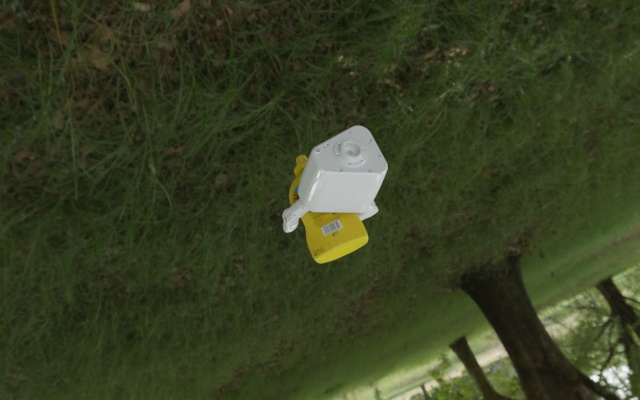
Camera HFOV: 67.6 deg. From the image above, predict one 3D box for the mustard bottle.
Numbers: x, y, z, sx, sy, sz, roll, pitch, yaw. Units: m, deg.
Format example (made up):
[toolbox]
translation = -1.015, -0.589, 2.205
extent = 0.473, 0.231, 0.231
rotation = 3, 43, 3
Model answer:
[mustard bottle]
translation = 0.000, 0.003, 0.806
extent = 0.096, 0.191, 0.058
rotation = -25, -24, 2
